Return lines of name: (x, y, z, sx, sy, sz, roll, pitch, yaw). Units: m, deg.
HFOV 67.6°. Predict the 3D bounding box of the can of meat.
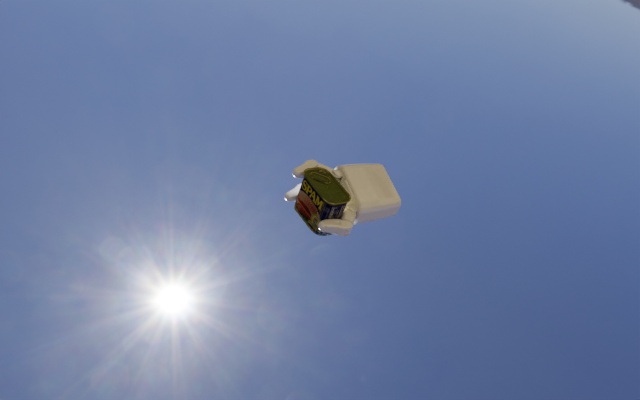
can of meat: (0.000, 0.003, 0.875, 0.057, 0.084, 0.102, -10, 46, -35)
